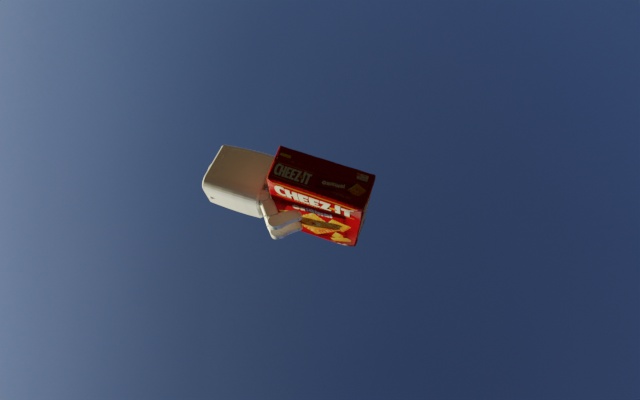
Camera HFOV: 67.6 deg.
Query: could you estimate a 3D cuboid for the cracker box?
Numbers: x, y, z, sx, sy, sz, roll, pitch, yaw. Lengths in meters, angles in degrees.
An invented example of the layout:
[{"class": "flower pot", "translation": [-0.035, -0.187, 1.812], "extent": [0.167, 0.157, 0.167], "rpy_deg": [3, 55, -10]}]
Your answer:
[{"class": "cracker box", "translation": [0.000, 0.003, 0.843], "extent": [0.164, 0.072, 0.214], "rpy_deg": [17, -20, 7]}]
